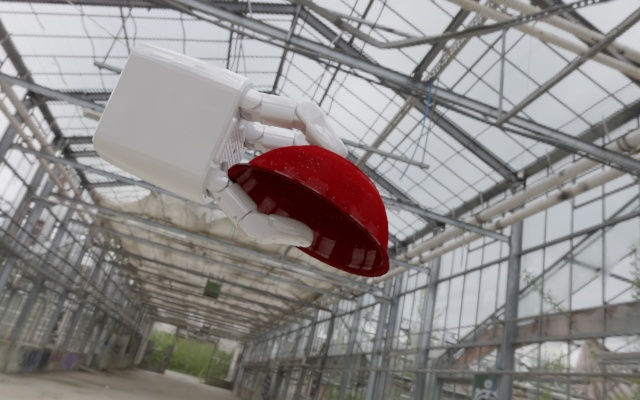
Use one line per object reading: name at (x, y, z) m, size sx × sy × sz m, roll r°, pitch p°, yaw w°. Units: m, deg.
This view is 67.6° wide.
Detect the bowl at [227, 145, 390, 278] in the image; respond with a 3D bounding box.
bowl at (0.001, 0.002, 0.421) m, size 0.162 × 0.055 × 0.162 m, roll 29°, pitch -21°, yaw 12°
